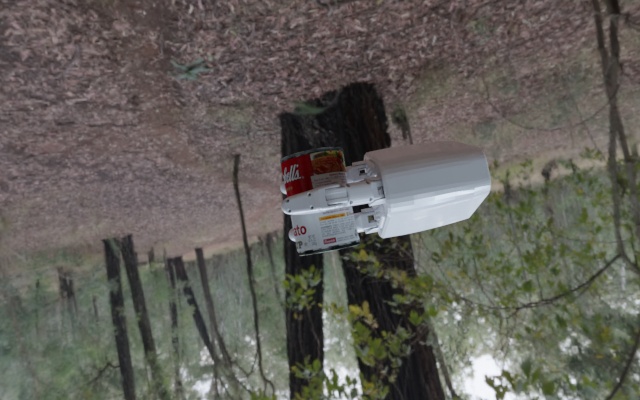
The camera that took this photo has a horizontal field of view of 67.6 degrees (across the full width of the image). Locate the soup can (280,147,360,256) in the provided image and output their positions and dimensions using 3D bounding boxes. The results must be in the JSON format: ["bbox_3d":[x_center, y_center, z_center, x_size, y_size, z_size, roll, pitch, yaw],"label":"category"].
[{"bbox_3d":[0.000,0.002,0.500,0.068,0.102,0.068,-11,-4,-1],"label":"soup can"}]
